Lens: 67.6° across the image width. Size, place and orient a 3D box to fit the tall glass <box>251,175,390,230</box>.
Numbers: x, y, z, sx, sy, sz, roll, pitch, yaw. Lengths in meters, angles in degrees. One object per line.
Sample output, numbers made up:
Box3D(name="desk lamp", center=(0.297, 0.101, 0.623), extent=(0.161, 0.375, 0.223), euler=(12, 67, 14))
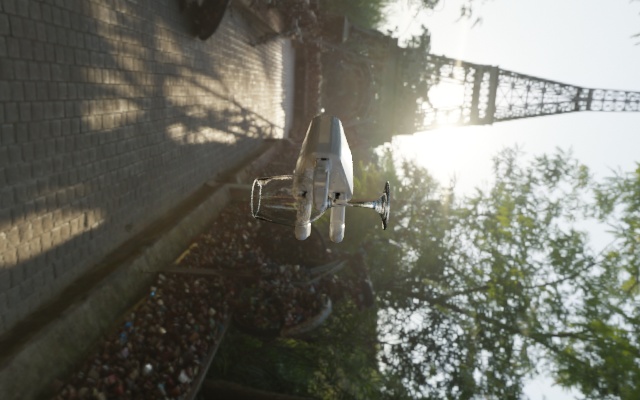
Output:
Box3D(name="tall glass", center=(0.001, 0.002, 0.723), extent=(0.201, 0.079, 0.079), euler=(3, 0, 2))
